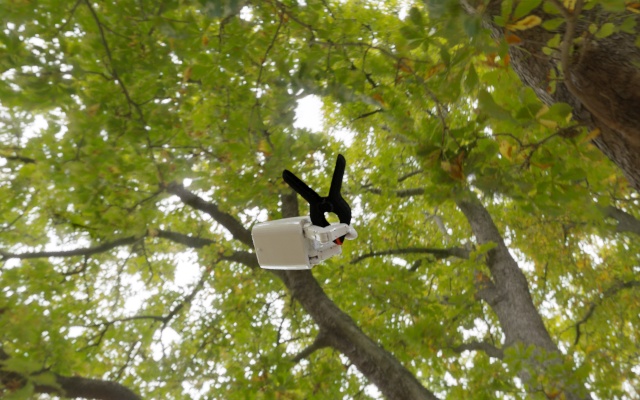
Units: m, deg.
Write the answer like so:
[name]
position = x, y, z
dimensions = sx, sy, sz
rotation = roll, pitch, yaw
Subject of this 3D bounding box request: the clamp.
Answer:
[clamp]
position = 0.000, 0.003, 0.875
dimensions = 0.120, 0.171, 0.039
rotation = -4, 19, 21
